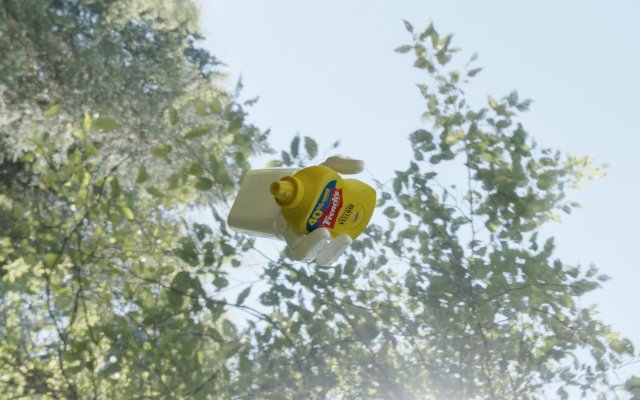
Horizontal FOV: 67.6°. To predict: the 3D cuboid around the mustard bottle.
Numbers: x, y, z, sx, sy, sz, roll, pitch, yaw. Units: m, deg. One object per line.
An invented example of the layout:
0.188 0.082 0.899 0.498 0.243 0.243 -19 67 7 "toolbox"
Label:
0.001 0.002 0.657 0.058 0.096 0.192 35 10 37 "mustard bottle"
